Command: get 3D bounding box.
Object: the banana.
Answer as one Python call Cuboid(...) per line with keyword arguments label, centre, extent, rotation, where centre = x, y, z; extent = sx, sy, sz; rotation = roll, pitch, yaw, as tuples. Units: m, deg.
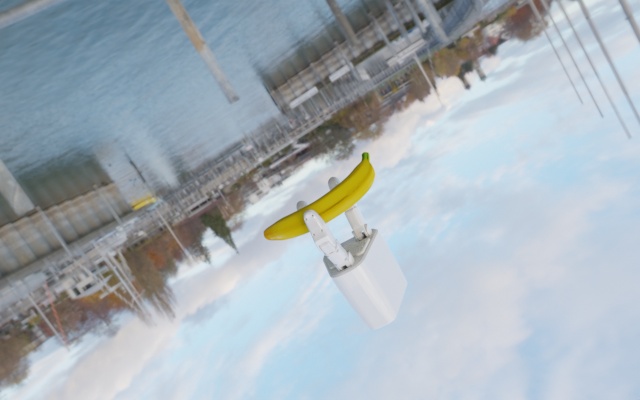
Cuboid(label="banana", centre=(0.009, 0.004, 0.677), extent=(0.198, 0.037, 0.069), rotation=(-37, 20, -8))
